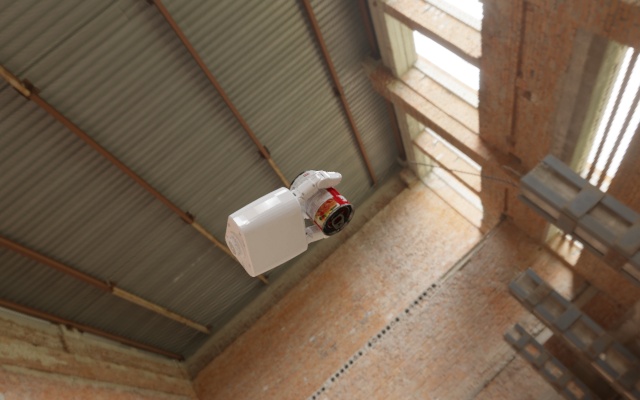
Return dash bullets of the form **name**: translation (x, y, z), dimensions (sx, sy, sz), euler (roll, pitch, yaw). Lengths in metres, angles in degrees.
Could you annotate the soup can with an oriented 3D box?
- **soup can**: translation (0.000, 0.002, 0.818), dimensions (0.068, 0.068, 0.102), euler (0, 38, -50)
